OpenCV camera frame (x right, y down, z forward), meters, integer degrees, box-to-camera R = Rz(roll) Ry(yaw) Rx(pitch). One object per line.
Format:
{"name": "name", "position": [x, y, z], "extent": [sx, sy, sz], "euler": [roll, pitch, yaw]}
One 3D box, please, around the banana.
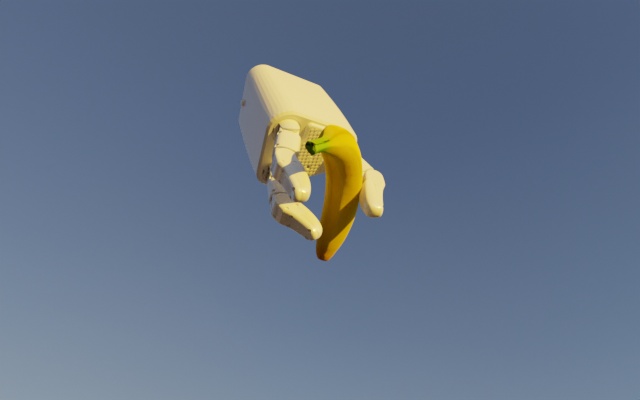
{"name": "banana", "position": [0.014, -0.011, 0.483], "extent": [0.069, 0.198, 0.037], "euler": [-37, 59, -21]}
